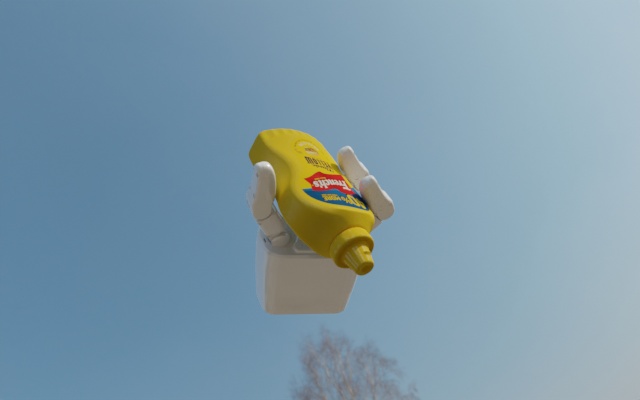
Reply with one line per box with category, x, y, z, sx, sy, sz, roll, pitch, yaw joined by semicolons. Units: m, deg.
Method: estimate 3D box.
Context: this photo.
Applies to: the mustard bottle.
mustard bottle;0.000;0.001;0.479;0.096;0.058;0.191;13;31;-38
